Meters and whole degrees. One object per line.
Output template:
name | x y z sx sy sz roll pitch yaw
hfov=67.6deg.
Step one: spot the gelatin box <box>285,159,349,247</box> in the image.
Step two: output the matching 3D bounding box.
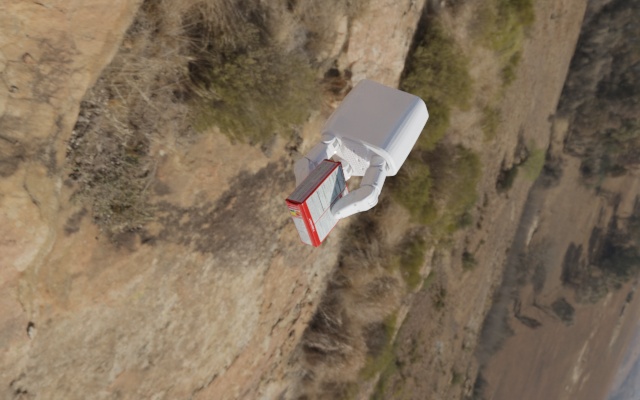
gelatin box | 0.000 0.002 0.603 0.030 0.073 0.089 13 47 34
